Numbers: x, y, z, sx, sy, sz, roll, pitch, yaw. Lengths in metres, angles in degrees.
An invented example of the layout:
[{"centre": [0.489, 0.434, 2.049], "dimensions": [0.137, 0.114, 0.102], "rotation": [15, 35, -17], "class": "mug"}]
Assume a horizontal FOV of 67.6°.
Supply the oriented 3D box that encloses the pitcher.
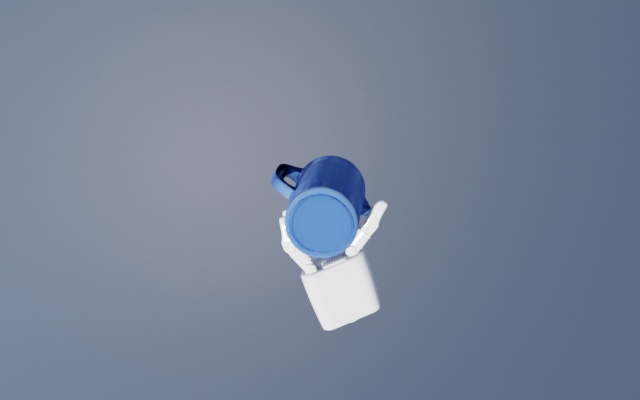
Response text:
[{"centre": [0.000, 0.003, 0.798], "dimensions": [0.149, 0.145, 0.242], "rotation": [-16, 11, 8], "class": "pitcher"}]
